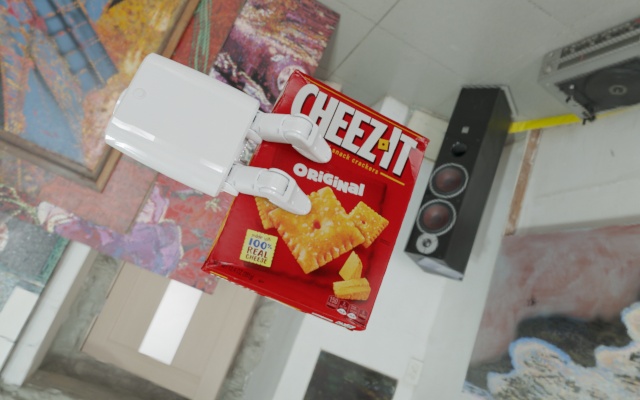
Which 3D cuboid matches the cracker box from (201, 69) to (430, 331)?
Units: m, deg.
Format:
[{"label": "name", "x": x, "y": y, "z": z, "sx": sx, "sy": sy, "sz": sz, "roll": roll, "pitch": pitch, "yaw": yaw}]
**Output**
[{"label": "cracker box", "x": 0.000, "y": 0.002, "z": 0.482, "sx": 0.164, "sy": 0.213, "sz": 0.072, "roll": 25, "pitch": -16, "yaw": -12}]
